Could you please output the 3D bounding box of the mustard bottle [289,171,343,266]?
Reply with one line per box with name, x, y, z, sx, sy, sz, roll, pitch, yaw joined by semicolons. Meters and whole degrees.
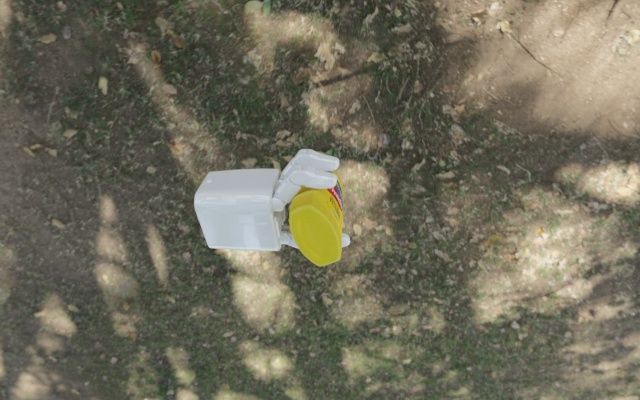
mustard bottle;0.000;0.002;0.686;0.058;0.096;0.191;-22;25;15
